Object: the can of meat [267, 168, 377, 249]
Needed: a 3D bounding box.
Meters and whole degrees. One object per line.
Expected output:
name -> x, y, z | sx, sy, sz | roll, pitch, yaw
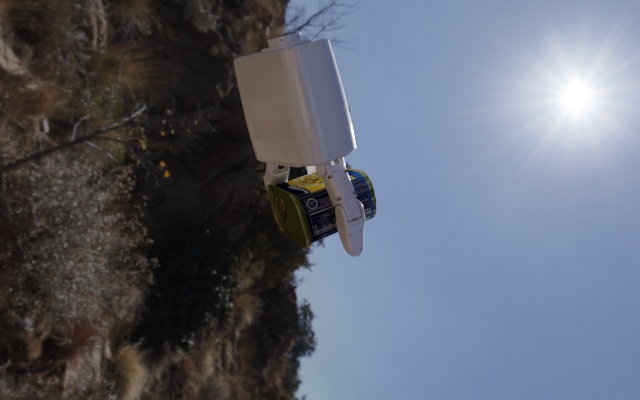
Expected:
can of meat -> 0.000, 0.002, 0.507 | 0.084, 0.057, 0.102 | -21, 18, -18
